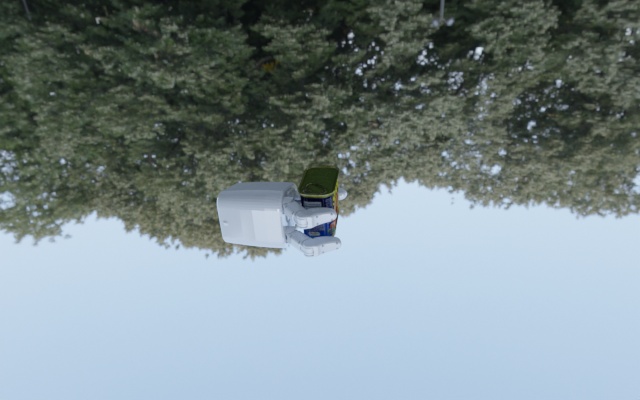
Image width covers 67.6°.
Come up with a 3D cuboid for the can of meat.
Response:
[{"bbox_3d":[0.000,0.003,0.768,0.057,0.084,0.102,1,30,8],"label":"can of meat"}]
